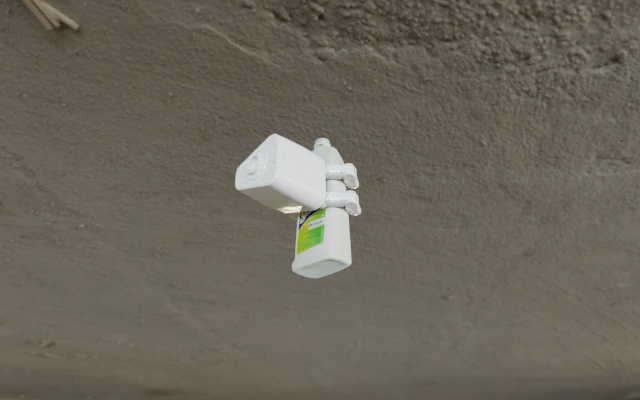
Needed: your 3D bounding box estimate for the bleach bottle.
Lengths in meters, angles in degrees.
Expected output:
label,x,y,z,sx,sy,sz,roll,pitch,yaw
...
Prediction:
label,x,y,z,sx,sy,sz,roll,pitch,yaw
bleach bottle,0.000,0.003,0.845,0.102,0.250,0.068,-27,-38,37
